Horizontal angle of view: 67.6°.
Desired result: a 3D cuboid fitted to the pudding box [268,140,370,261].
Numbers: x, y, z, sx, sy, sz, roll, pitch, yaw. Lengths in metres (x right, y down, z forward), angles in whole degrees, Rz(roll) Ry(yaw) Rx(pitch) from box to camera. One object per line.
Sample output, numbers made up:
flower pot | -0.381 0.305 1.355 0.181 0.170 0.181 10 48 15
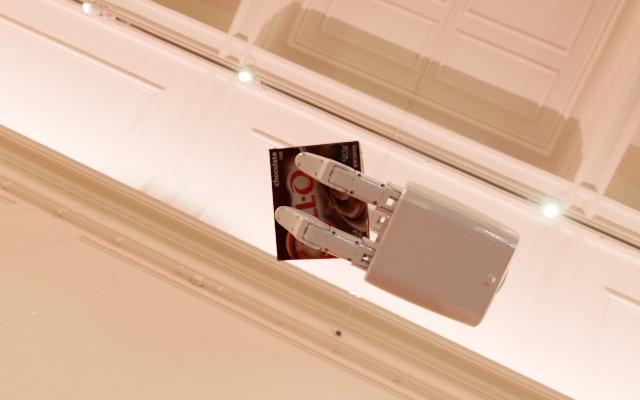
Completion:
pudding box | 0.000 0.002 0.468 0.090 0.113 0.039 -4 0 12
